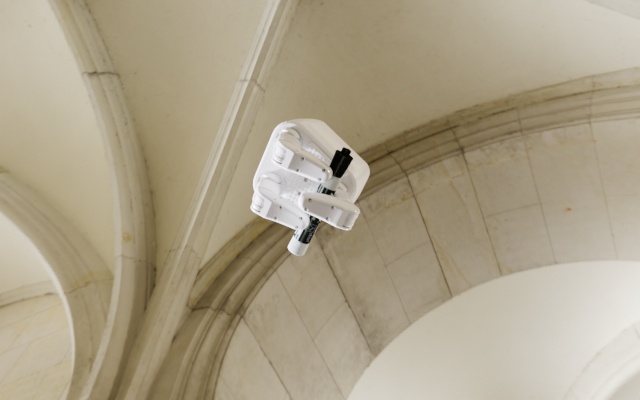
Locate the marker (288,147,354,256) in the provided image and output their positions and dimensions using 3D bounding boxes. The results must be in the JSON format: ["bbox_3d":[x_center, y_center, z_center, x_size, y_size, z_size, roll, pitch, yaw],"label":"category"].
[{"bbox_3d":[0.000,0.002,0.479,0.020,0.121,0.020,24,19,-8],"label":"marker"}]
